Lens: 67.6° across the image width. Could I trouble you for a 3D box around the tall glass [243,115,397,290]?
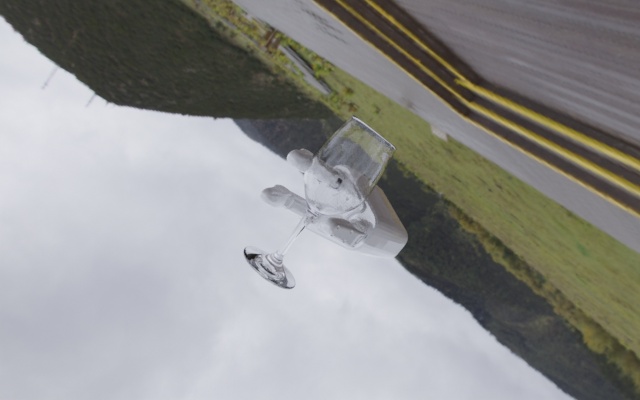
[{"bbox_3d":[0.000,0.002,0.543,0.079,0.201,0.079,36,11,-8],"label":"tall glass"}]
